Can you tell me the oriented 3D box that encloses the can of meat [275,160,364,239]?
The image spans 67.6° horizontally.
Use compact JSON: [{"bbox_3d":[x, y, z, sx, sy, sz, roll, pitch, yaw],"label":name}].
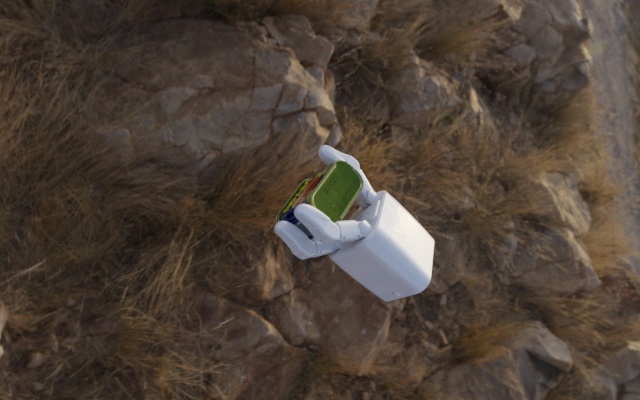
[{"bbox_3d":[0.000,0.002,0.626,0.084,0.057,0.102,-31,19,51],"label":"can of meat"}]
